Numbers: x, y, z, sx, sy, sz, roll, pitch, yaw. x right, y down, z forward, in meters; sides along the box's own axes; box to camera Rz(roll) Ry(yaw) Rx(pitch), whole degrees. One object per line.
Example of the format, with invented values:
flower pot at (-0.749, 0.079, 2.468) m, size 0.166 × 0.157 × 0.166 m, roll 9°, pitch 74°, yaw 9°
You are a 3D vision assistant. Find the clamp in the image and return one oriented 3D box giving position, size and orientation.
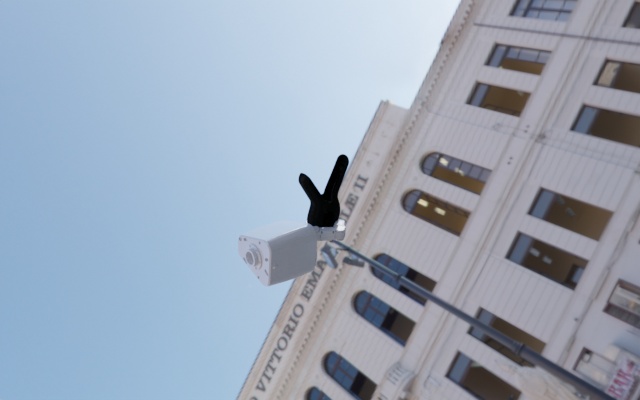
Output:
clamp at (0.000, 0.003, 0.893) m, size 0.120 × 0.171 × 0.039 m, roll -15°, pitch 31°, yaw -38°
